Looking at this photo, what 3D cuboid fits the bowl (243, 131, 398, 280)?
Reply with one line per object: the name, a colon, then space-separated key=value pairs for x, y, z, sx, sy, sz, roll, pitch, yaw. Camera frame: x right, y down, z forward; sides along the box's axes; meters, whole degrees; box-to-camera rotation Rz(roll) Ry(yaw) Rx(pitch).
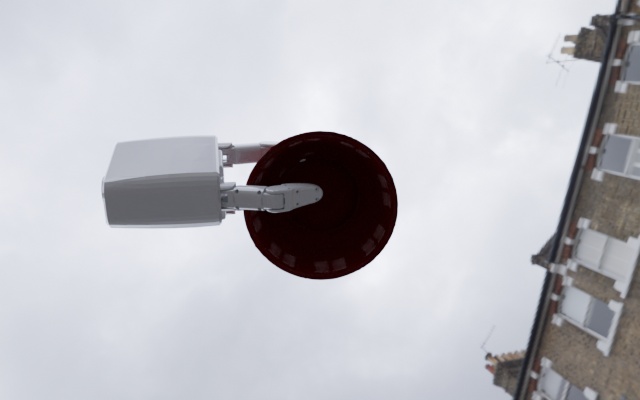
bowl: x=0.001 y=0.002 z=0.519 sx=0.162 sy=0.162 sz=0.055 roll=0 pitch=16 yaw=0
